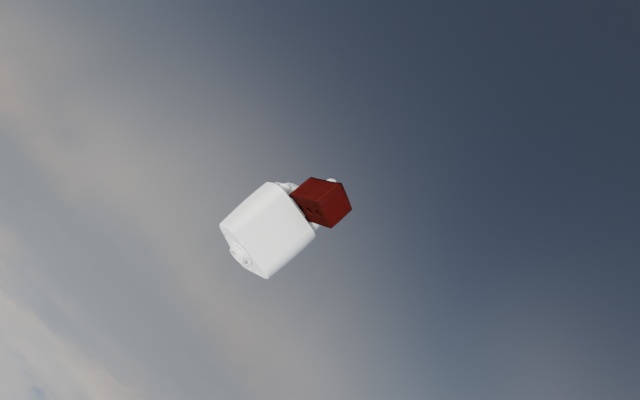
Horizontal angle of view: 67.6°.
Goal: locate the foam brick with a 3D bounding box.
[{"bbox_3d":[0.000,0.002,0.743,0.051,0.053,0.078,-41,31,-26],"label":"foam brick"}]
